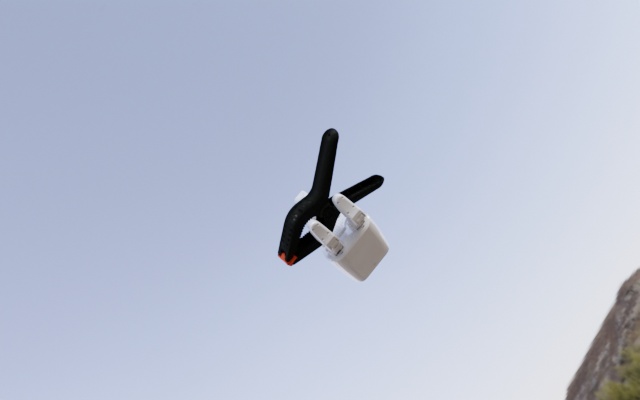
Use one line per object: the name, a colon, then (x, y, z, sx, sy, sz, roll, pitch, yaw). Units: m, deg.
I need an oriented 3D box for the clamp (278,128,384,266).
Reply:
clamp: (-0.001, 0.003, 0.726, 0.036, 0.210, 0.165, 34, -9, 43)
